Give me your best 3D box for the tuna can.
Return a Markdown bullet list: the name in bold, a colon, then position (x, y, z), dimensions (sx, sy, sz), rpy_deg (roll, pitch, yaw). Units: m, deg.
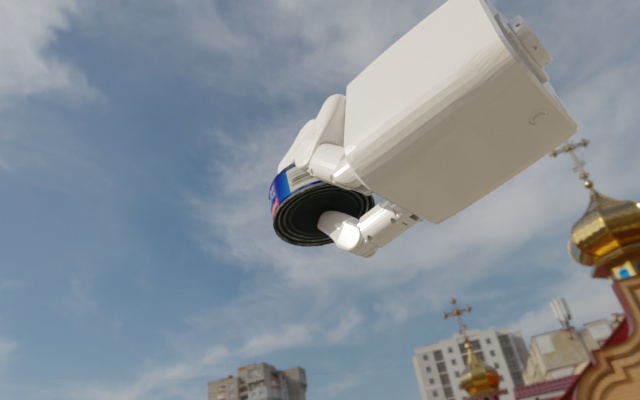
- **tuna can**: position (0.000, 0.001, 0.401), dimensions (0.086, 0.033, 0.086), rpy_deg (-10, -37, -8)
